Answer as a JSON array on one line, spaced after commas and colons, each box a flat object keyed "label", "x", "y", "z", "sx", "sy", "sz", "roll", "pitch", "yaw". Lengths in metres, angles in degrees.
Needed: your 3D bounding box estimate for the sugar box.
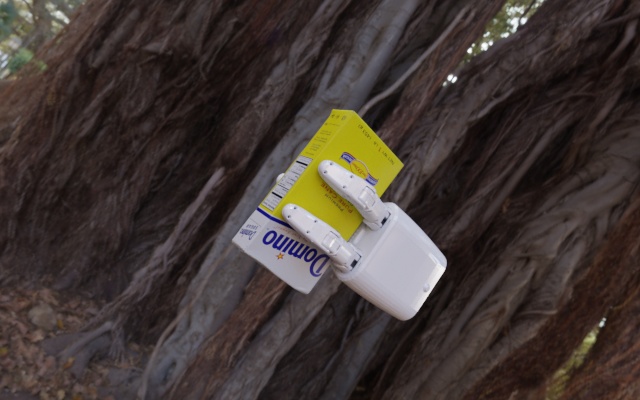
[{"label": "sugar box", "x": 0.001, "y": 0.002, "z": 0.496, "sx": 0.093, "sy": 0.176, "sz": 0.048, "roll": 40, "pitch": -10, "yaw": -30}]
